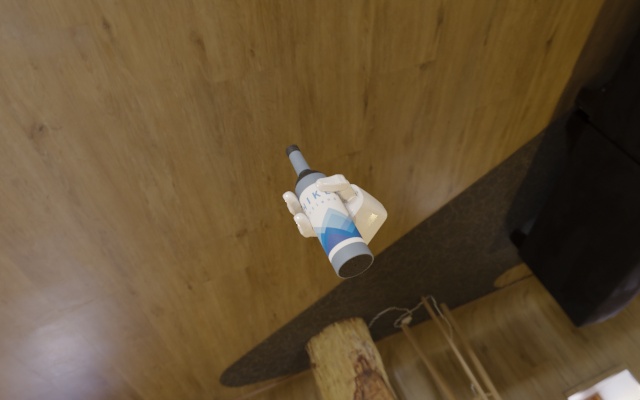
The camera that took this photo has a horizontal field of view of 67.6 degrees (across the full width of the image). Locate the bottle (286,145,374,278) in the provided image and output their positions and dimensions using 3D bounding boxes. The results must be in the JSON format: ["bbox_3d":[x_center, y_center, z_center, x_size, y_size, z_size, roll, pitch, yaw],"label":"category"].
[{"bbox_3d":[0.000,0.003,0.865,0.069,0.295,0.069,-18,-37,-14],"label":"bottle"}]
